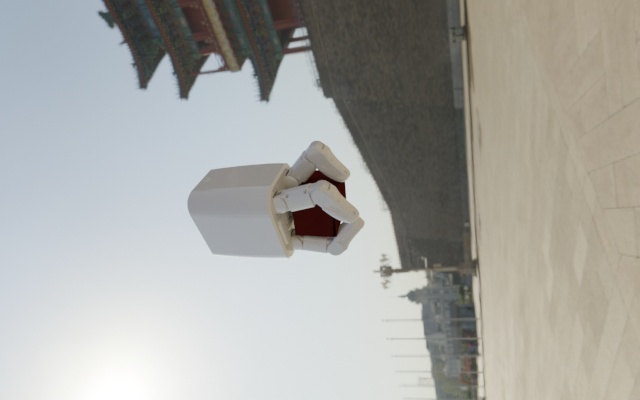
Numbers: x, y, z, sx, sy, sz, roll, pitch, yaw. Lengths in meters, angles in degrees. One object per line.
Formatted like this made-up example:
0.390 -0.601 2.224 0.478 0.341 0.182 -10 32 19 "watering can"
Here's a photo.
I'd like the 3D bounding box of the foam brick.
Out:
0.000 0.002 0.590 0.051 0.053 0.078 2 30 13 "foam brick"
